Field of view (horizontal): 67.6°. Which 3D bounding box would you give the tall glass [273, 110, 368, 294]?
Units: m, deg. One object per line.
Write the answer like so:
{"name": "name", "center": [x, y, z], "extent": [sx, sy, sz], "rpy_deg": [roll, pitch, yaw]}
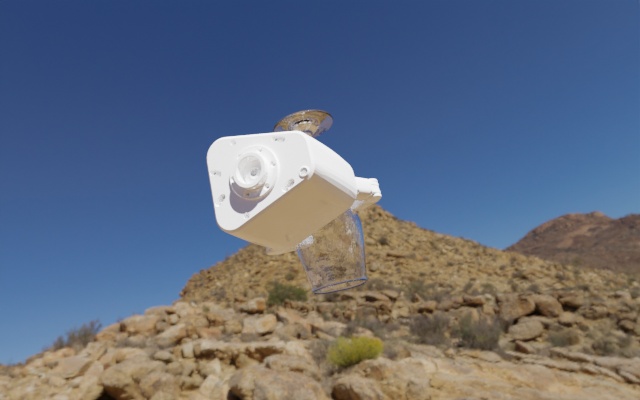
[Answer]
{"name": "tall glass", "center": [0.000, 0.001, 0.547], "extent": [0.079, 0.201, 0.079], "rpy_deg": [-12, -17, -4]}
